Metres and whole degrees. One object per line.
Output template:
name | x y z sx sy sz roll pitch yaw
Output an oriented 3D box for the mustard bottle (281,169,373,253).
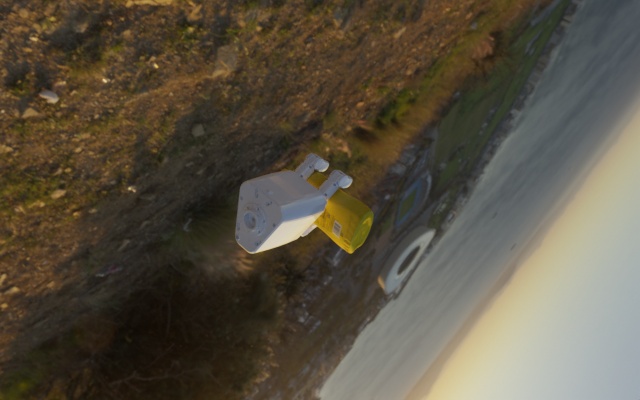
mustard bottle | 0.001 0.003 0.832 0.191 0.096 0.058 37 53 23
